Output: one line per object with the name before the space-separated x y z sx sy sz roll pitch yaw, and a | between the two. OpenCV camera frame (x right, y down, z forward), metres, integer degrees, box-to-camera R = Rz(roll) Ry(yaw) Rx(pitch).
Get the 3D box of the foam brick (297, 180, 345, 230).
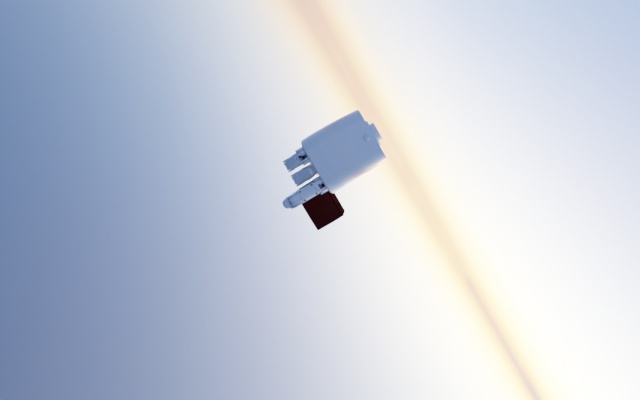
foam brick | 0.000 0.003 0.810 0.051 0.078 0.053 -30 4 9
